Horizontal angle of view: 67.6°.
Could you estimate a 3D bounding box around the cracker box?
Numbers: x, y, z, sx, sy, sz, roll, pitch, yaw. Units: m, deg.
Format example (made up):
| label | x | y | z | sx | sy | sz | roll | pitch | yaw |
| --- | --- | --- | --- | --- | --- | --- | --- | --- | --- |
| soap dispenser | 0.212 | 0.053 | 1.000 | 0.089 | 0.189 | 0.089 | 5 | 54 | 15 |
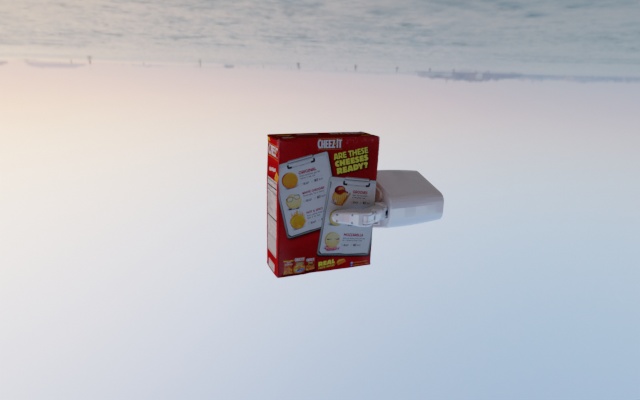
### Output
| label | x | y | z | sx | sy | sz | roll | pitch | yaw |
| --- | --- | --- | --- | --- | --- | --- | --- | --- | --- |
| cracker box | 0.000 | 0.003 | 0.748 | 0.164 | 0.214 | 0.072 | -5 | 17 | -23 |
